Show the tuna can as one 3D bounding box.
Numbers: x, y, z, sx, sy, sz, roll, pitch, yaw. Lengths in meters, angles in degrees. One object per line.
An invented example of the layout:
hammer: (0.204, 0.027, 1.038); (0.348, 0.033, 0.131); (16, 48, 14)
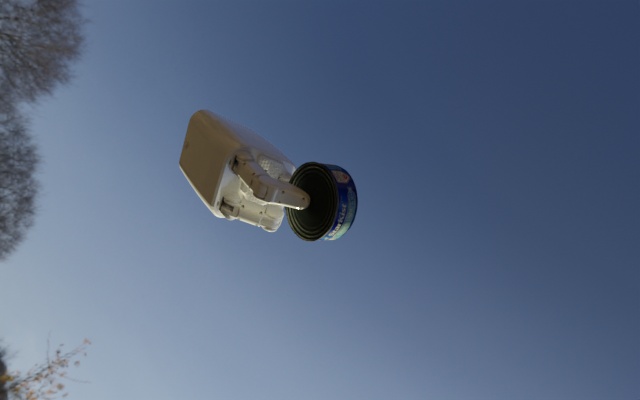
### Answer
tuna can: (0.001, 0.002, 0.522); (0.034, 0.086, 0.086); (2, -2, -42)
